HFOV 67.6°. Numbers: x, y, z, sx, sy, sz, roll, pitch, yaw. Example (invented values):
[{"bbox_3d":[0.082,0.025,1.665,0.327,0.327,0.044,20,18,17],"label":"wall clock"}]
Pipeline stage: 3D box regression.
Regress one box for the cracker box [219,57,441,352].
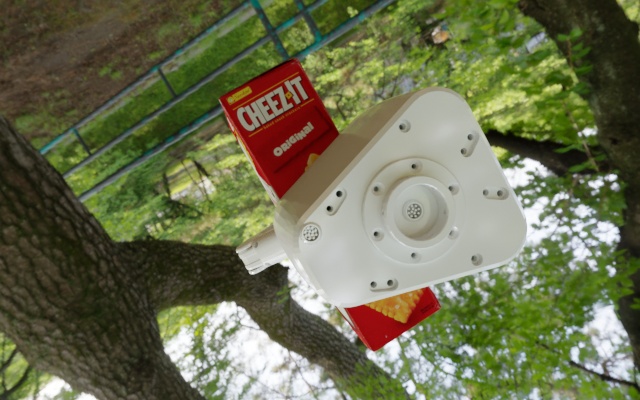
[{"bbox_3d":[0.000,0.002,0.416,0.072,0.214,0.164,-31,7,-6],"label":"cracker box"}]
